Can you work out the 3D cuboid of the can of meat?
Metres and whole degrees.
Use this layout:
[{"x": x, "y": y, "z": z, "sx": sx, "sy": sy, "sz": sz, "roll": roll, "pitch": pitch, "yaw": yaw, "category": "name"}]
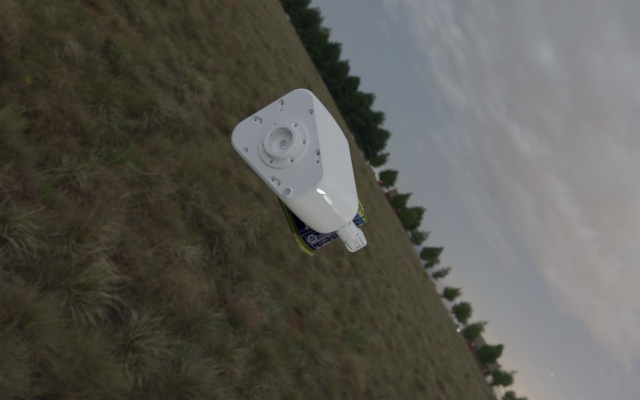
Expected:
[{"x": 0.000, "y": 0.002, "z": 0.588, "sx": 0.084, "sy": 0.102, "sz": 0.057, "roll": -29, "pitch": -28, "yaw": 8, "category": "can of meat"}]
